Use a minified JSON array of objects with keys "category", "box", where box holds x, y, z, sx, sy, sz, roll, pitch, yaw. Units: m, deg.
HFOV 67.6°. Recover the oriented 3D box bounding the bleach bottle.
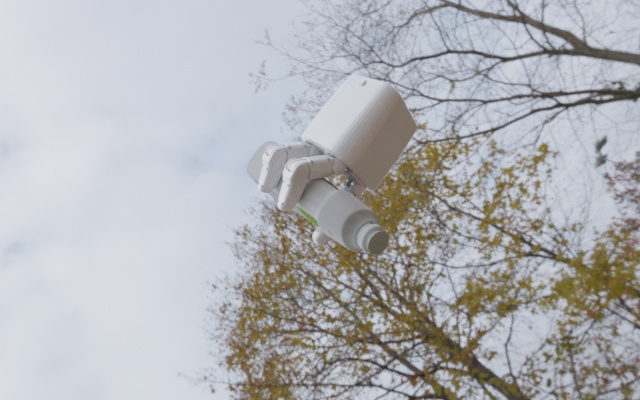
[{"category":"bleach bottle","box":[0.000,0.002,0.597,0.103,0.068,0.250,39,-2,-40]}]
